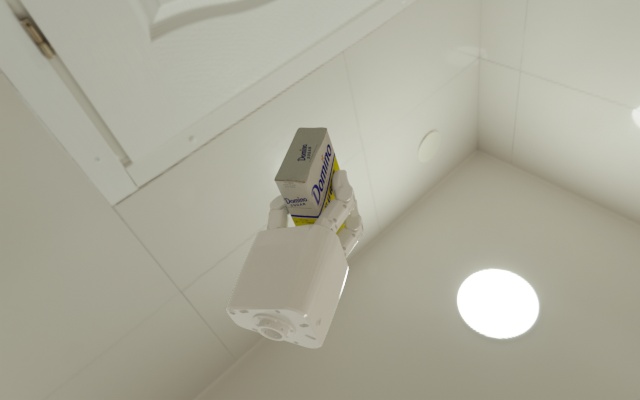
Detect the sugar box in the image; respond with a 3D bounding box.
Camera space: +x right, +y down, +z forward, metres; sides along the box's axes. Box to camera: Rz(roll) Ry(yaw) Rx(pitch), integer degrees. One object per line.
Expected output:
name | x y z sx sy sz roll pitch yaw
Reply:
sugar box | 0.001 0.002 0.615 0.048 0.093 0.176 4 -39 20
